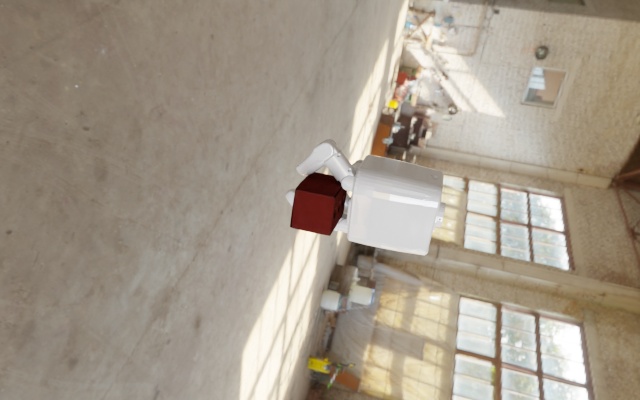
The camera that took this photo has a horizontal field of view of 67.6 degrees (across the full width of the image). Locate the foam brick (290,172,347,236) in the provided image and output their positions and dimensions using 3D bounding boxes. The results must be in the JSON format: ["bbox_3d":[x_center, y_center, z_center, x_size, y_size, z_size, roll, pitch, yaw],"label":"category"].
[{"bbox_3d":[0.000,0.002,0.599,0.051,0.053,0.078,13,23,11],"label":"foam brick"}]
